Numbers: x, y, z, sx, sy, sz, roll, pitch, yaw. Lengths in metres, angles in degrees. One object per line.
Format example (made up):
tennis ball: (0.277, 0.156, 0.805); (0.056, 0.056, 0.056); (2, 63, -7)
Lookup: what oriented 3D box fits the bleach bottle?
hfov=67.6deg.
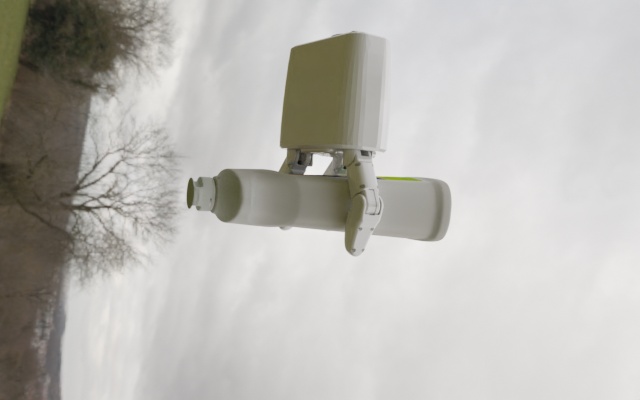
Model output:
bleach bottle: (0.000, 0.002, 0.470); (0.251, 0.068, 0.102); (4, 2, -27)
